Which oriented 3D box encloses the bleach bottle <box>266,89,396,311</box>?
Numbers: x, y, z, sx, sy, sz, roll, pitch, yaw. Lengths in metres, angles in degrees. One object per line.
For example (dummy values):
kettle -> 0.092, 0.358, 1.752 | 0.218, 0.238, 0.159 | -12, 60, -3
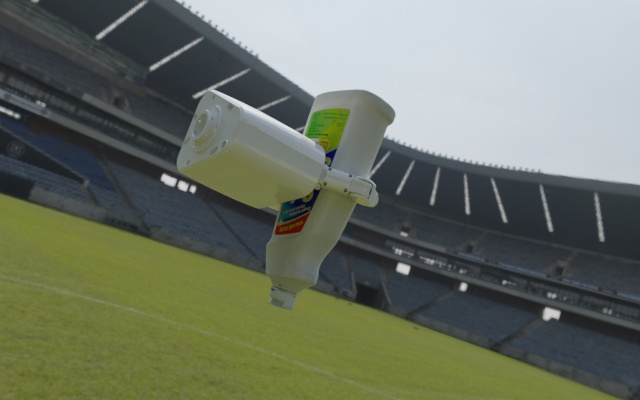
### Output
bleach bottle -> 0.000, 0.002, 0.544 | 0.068, 0.251, 0.102 | 26, -11, -40
